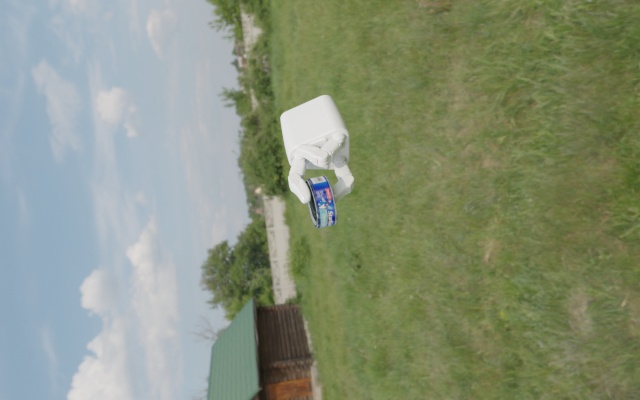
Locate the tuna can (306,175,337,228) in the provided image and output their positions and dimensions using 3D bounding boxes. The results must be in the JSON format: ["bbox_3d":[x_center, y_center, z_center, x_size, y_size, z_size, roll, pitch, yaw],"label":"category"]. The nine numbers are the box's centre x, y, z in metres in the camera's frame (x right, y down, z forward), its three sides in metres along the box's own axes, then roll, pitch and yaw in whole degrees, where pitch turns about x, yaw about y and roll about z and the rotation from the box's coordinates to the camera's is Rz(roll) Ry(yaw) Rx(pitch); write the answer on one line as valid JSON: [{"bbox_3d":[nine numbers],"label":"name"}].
[{"bbox_3d":[0.000,0.003,0.803,0.034,0.086,0.086,-12,2,-10],"label":"tuna can"}]
